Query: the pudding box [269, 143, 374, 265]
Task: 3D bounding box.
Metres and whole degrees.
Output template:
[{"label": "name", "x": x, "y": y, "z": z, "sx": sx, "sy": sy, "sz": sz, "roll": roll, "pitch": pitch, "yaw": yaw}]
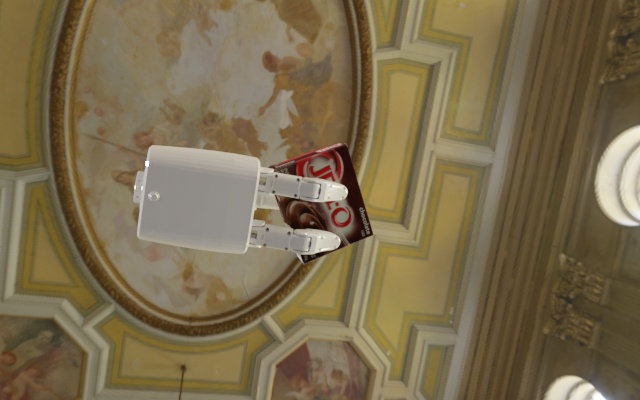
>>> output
[{"label": "pudding box", "x": 0.000, "y": 0.002, "z": 0.536, "sx": 0.090, "sy": 0.113, "sz": 0.039, "roll": -21, "pitch": 15, "yaw": -14}]
